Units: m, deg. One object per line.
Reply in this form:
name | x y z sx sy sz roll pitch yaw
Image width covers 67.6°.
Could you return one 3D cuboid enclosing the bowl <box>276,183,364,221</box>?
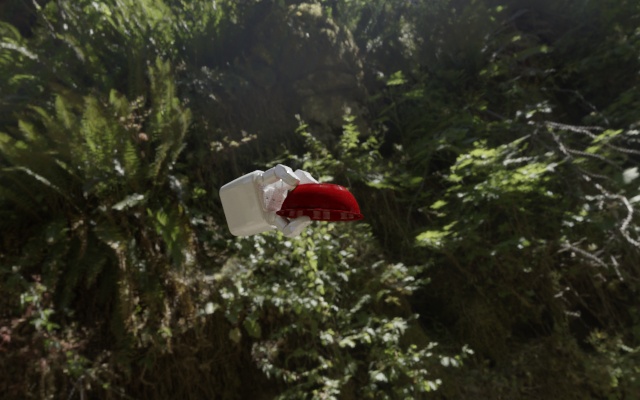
bowl | 0.001 0.002 0.875 0.162 0.055 0.162 3 -8 0
